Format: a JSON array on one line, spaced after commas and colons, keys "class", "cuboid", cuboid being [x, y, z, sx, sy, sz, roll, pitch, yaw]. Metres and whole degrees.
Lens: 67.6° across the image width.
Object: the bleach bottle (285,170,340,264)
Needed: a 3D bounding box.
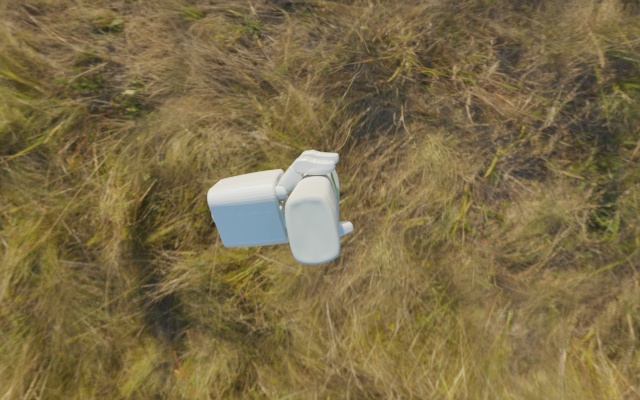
[{"class": "bleach bottle", "cuboid": [0.000, 0.002, 0.743, 0.068, 0.102, 0.250, -8, 16, 8]}]
